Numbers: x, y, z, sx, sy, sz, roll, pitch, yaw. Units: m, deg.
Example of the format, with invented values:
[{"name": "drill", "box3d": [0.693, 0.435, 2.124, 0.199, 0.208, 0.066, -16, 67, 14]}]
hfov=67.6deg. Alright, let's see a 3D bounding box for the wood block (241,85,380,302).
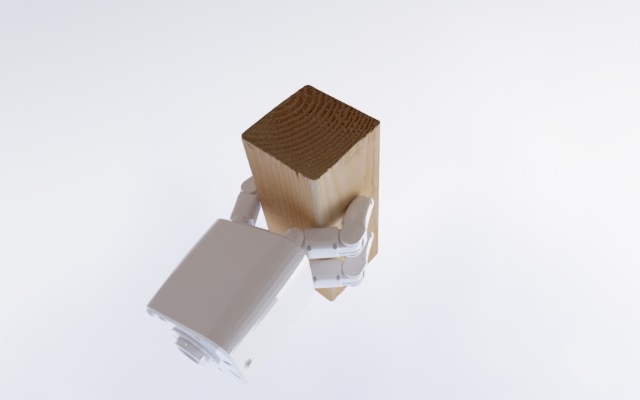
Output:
[{"name": "wood block", "box3d": [0.000, 0.002, 0.487, 0.090, 0.206, 0.090, 33, 61, 27]}]
